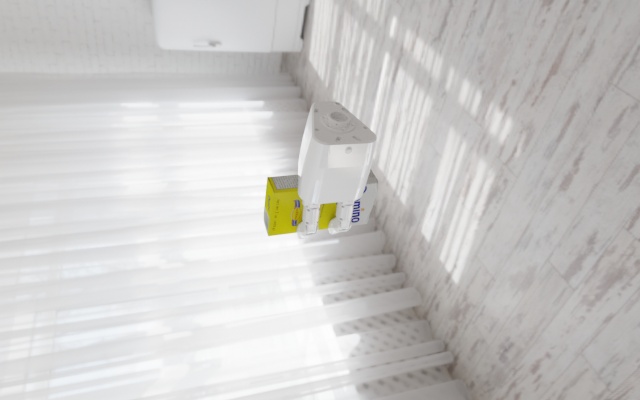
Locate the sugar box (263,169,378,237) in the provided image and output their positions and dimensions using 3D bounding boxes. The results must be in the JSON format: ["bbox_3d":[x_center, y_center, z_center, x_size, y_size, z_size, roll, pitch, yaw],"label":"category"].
[{"bbox_3d":[0.000,0.003,0.761,0.176,0.093,0.048,-5,42,-19],"label":"sugar box"}]
